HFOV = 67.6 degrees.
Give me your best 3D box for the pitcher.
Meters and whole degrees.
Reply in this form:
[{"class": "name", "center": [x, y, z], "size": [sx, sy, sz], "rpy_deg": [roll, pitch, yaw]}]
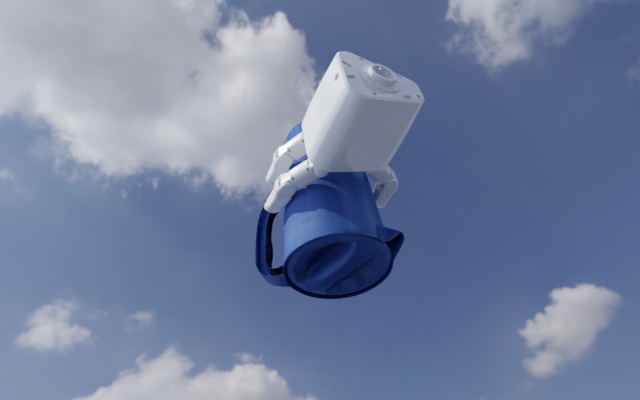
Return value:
[{"class": "pitcher", "center": [0.000, 0.002, 0.644], "size": [0.149, 0.242, 0.145], "rpy_deg": [12, -47, -20]}]
